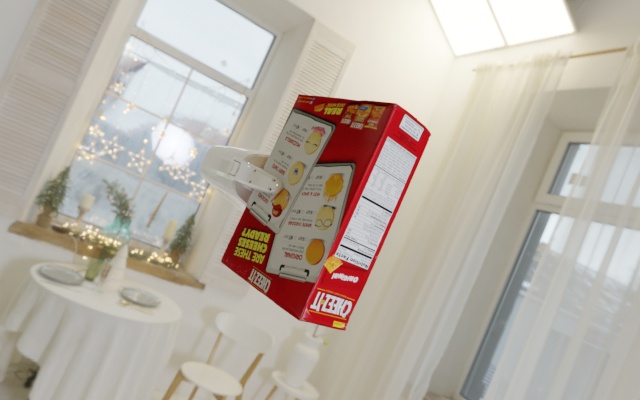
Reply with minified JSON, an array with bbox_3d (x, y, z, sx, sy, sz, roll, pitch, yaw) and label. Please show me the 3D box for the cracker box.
[{"bbox_3d":[0.000,0.001,0.501,0.072,0.213,0.164,26,-3,-39],"label":"cracker box"}]
